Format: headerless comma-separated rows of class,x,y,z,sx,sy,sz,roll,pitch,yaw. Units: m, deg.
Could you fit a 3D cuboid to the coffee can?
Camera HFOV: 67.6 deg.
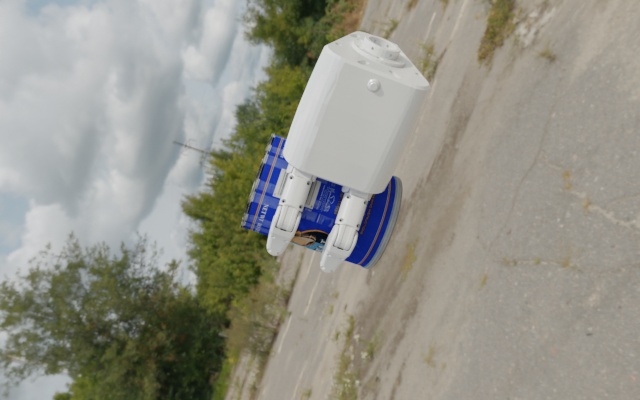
coffee can,0.000,0.002,0.498,0.140,0.103,0.103,19,-2,-6
